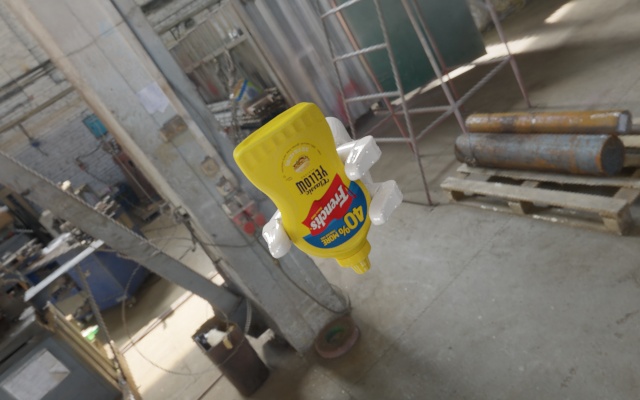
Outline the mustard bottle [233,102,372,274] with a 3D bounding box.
[{"bbox_3d":[0.000,0.002,0.500,0.096,0.192,0.058,-37,22,-11],"label":"mustard bottle"}]
